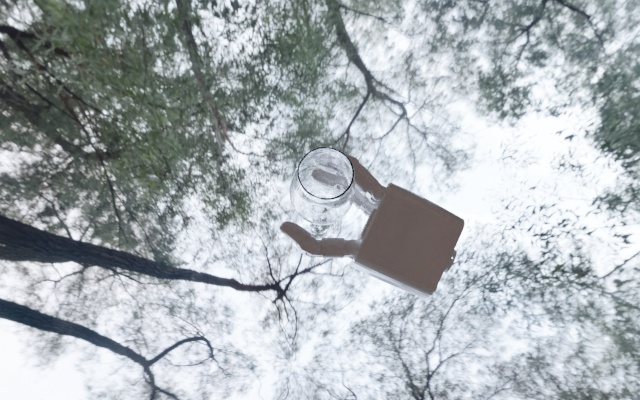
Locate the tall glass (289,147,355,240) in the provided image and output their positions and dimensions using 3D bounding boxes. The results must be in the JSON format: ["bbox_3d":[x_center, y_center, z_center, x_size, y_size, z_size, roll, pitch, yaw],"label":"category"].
[{"bbox_3d":[0.000,0.002,0.606,0.079,0.079,0.201,0,-19,-3],"label":"tall glass"}]
